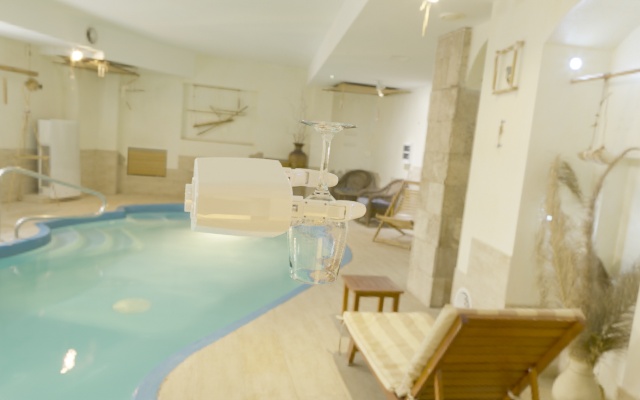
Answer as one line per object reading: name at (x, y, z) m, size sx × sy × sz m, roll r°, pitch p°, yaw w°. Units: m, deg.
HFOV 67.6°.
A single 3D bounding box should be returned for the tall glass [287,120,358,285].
tall glass at (0.000, 0.001, 0.608) m, size 0.079 × 0.201 × 0.079 m, roll 5°, pitch 8°, yaw -1°
